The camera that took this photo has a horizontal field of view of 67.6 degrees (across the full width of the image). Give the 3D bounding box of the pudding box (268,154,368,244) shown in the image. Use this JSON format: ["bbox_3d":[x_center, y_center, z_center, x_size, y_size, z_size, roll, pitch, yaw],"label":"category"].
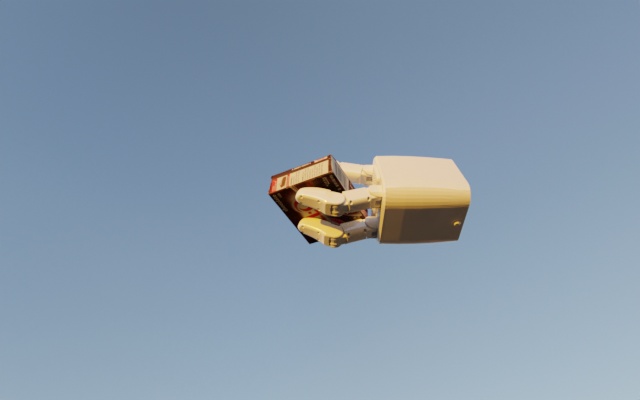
[{"bbox_3d":[0.000,0.002,0.615,0.090,0.039,0.114,-19,-50,20],"label":"pudding box"}]
